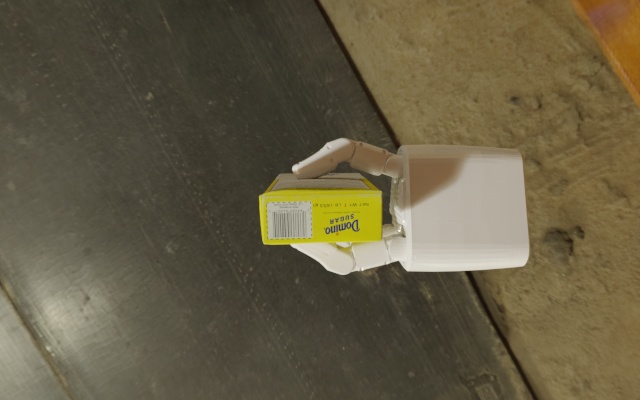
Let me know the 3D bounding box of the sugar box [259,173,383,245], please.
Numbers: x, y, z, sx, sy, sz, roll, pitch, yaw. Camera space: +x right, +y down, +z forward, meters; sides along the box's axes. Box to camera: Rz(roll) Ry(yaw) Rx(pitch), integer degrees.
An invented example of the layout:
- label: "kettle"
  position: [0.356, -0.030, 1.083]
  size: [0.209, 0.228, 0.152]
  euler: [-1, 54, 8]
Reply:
- label: "sugar box"
  position: [0.000, 0.002, 0.441]
  size: [0.093, 0.048, 0.176]
  euler: [-1, 5, 0]
